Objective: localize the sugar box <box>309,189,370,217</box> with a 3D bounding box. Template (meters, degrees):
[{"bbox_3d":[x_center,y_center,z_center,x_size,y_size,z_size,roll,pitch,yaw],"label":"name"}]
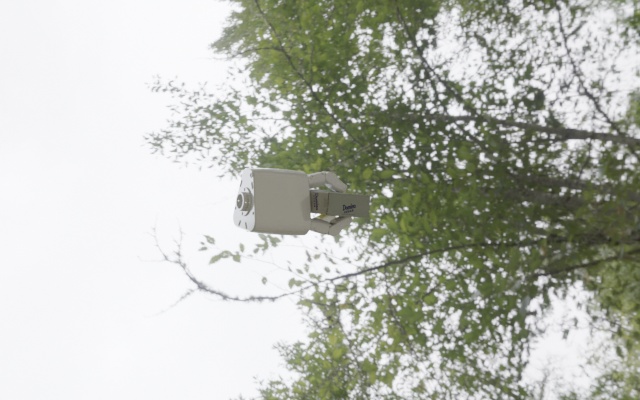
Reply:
[{"bbox_3d":[0.000,0.003,0.881,0.093,0.048,0.176,4,4,-34],"label":"sugar box"}]
